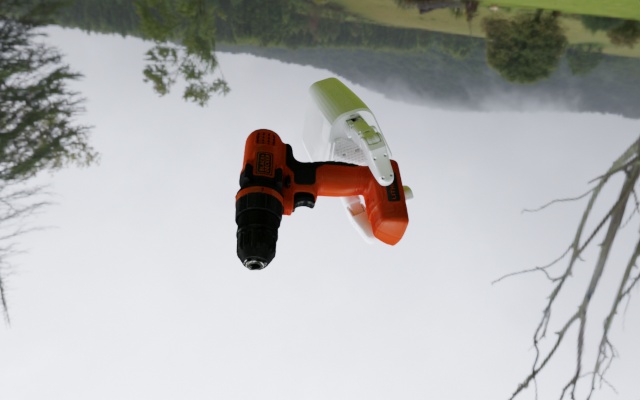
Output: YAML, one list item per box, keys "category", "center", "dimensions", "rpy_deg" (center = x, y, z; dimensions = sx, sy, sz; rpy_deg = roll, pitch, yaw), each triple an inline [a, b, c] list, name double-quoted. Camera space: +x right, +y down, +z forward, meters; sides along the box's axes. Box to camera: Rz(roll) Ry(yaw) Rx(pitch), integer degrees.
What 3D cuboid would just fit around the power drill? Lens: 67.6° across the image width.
- category: "power drill"
  center: [0.001, 0.002, 0.532]
  dimensions: [0.187, 0.184, 0.057]
  rpy_deg: [8, -39, -12]
